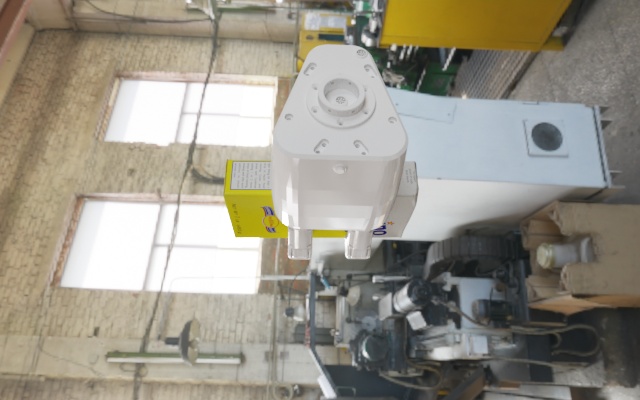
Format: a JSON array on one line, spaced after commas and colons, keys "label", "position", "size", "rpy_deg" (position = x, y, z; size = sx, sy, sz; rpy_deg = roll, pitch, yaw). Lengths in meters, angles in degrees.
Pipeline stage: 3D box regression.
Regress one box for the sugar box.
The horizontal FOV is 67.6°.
[{"label": "sugar box", "position": [0.000, 0.002, 0.468], "size": [0.176, 0.048, 0.093], "rpy_deg": [2, -29, -1]}]
